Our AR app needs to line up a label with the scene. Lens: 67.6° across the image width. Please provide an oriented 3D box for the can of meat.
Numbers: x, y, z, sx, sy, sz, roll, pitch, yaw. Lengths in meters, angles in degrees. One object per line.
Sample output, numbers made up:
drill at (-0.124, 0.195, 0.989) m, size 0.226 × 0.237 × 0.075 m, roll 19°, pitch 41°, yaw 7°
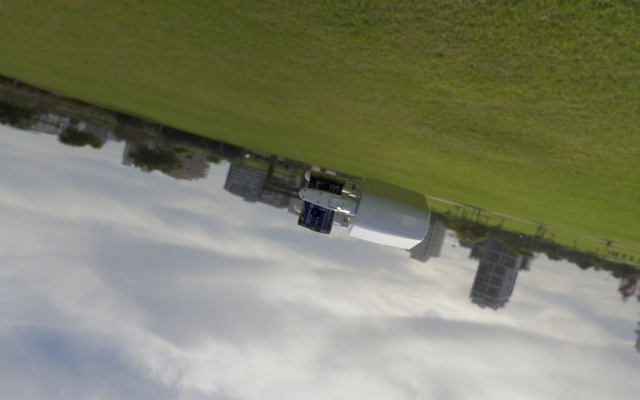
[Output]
can of meat at (0.000, 0.003, 0.736) m, size 0.057 × 0.084 × 0.102 m, roll 15°, pitch 2°, yaw -2°
